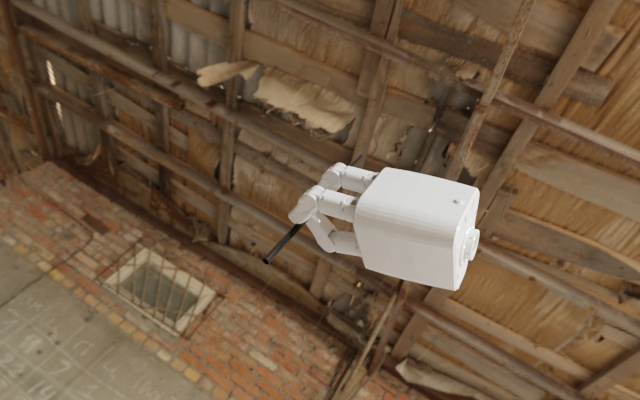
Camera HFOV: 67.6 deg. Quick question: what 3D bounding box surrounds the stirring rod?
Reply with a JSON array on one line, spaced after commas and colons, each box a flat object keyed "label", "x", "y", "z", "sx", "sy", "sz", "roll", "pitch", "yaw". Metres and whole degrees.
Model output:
[{"label": "stirring rod", "x": 0.000, "y": 0.002, "z": 0.587, "sx": 0.011, "sy": 0.011, "sz": 0.239, "roll": 0, "pitch": 31, "yaw": 34}]
